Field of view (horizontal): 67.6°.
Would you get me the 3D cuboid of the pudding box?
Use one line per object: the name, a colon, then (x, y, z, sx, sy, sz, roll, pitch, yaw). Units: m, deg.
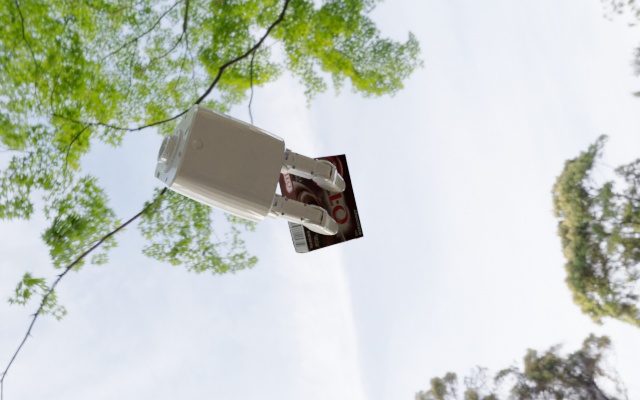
pudding box: (0.000, 0.002, 0.596, 0.090, 0.113, 0.039, -12, 0, -36)
